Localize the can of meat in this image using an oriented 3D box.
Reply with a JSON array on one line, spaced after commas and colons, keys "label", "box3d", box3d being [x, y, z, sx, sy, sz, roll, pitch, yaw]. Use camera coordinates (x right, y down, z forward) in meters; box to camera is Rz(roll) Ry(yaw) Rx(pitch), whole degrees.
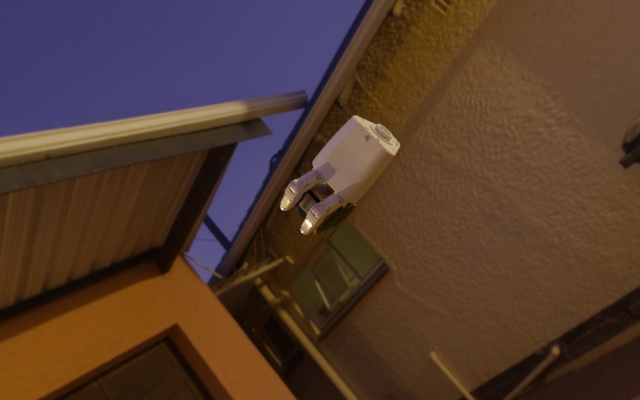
[{"label": "can of meat", "box3d": [0.000, 0.002, 0.821, 0.057, 0.084, 0.102, -50, -18, 26]}]
